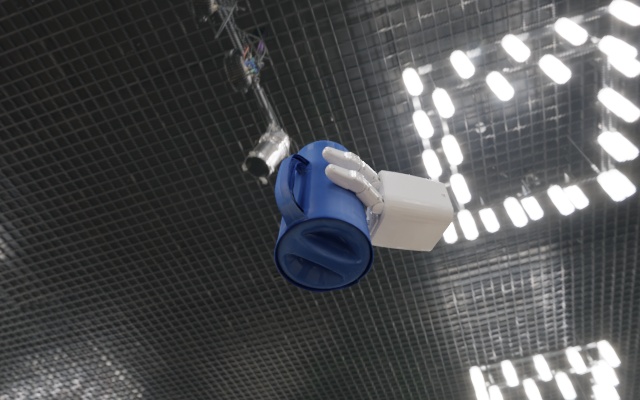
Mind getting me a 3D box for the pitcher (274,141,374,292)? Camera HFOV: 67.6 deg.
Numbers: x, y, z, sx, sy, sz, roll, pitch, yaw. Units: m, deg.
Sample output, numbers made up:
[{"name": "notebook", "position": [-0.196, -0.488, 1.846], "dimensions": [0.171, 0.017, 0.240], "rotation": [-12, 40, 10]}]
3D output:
[{"name": "pitcher", "position": [0.000, 0.002, 0.722], "dimensions": [0.145, 0.149, 0.242], "rotation": [9, 35, -7]}]
